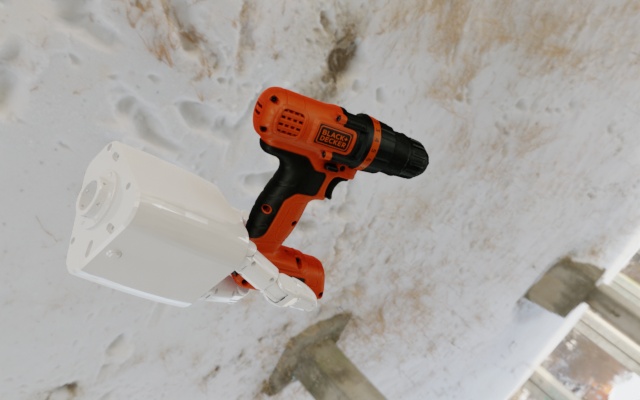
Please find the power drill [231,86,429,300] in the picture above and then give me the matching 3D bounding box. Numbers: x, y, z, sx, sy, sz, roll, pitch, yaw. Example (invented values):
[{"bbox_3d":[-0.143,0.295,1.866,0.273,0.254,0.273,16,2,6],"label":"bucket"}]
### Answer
[{"bbox_3d":[0.000,0.002,0.461,0.184,0.188,0.057,15,16,-26],"label":"power drill"}]
